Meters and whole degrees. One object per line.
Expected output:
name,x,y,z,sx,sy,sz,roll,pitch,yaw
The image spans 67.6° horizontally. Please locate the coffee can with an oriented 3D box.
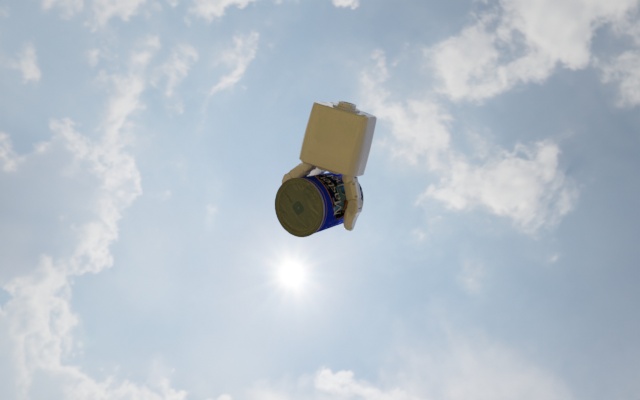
coffee can,0.000,0.003,0.864,0.103,0.103,0.140,0,8,34
